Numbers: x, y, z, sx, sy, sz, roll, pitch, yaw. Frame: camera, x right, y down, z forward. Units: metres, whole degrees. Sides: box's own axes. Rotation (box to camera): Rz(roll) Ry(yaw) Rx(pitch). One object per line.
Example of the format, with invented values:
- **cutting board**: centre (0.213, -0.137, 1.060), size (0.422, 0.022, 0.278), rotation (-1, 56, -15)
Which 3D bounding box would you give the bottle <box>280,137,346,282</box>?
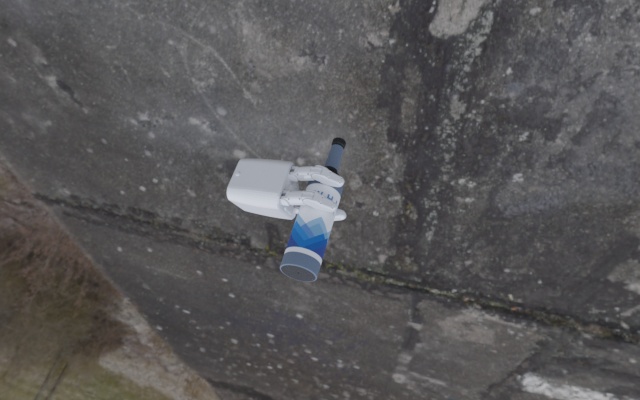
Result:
- **bottle**: centre (0.000, 0.003, 0.886), size (0.069, 0.295, 0.069), rotation (13, -30, 8)
